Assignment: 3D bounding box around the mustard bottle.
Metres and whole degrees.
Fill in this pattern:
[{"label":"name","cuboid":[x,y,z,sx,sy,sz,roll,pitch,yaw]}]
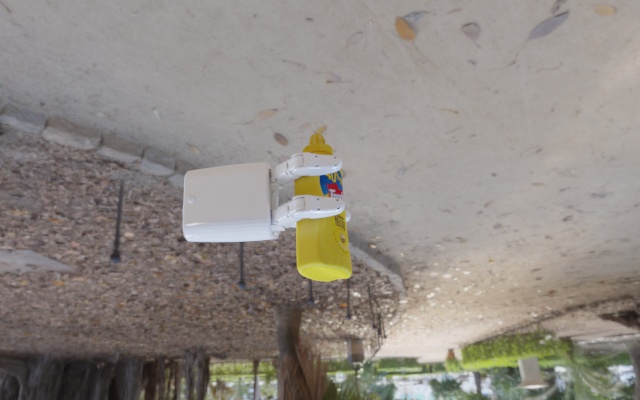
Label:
[{"label":"mustard bottle","cuboid":[0.000,0.002,0.614,0.058,0.191,0.096,-14,-23,23]}]
